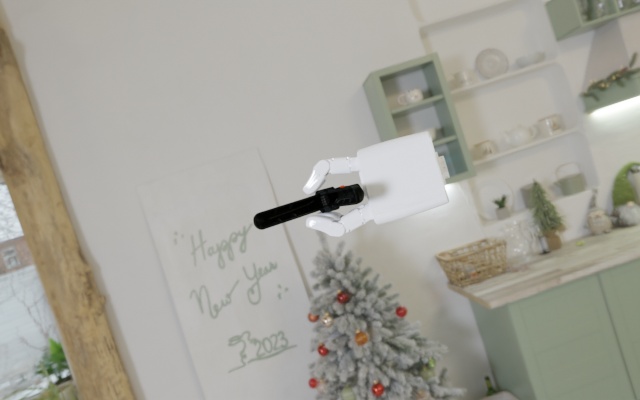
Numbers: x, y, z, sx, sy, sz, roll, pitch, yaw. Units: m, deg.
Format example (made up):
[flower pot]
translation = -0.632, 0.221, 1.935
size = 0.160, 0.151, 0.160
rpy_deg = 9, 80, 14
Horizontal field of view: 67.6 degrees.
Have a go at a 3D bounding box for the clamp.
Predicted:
[clamp]
translation = 0.000, 0.001, 0.730
size = 0.164, 0.036, 0.210
rpy_deg = -15, 2, 14
